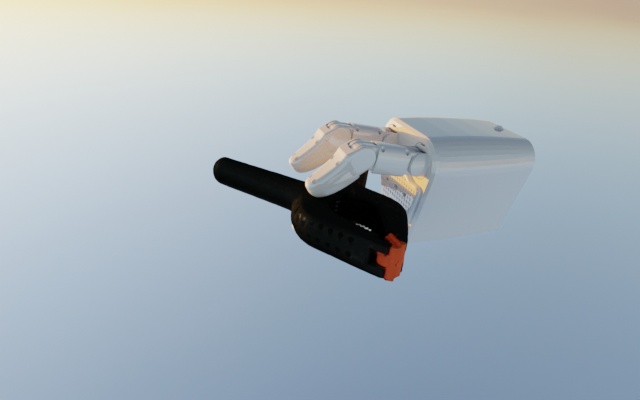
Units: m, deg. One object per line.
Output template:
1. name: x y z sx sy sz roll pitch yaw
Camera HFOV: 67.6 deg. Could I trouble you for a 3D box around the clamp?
1. clamp: 0.000 0.002 0.408 0.164 0.036 0.210 -2 25 -18
